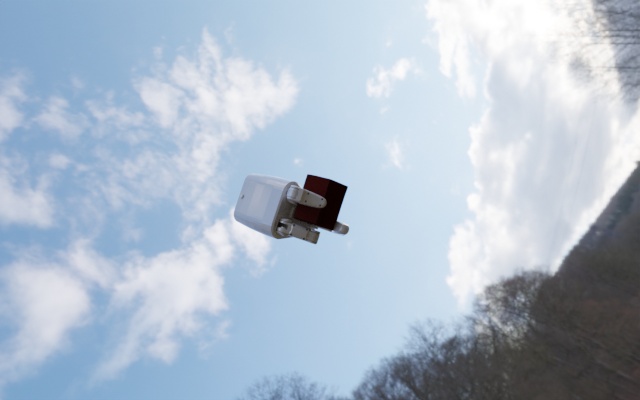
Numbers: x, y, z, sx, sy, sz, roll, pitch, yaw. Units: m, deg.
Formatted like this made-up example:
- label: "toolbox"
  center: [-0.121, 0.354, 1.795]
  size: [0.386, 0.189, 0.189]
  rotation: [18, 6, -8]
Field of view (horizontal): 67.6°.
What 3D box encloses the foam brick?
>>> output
- label: "foam brick"
  center: [0.000, 0.002, 0.777]
  size: [0.051, 0.078, 0.053]
  rotation: [16, -4, 40]
